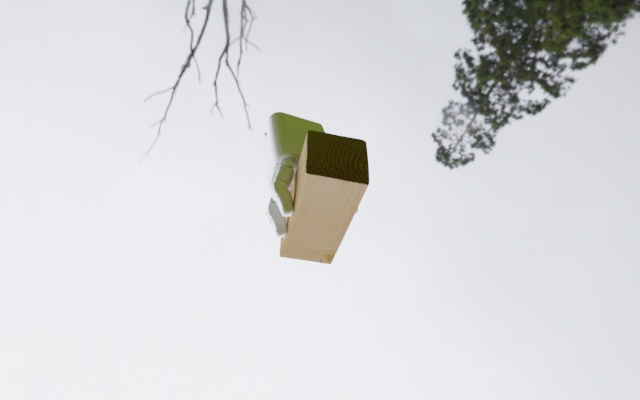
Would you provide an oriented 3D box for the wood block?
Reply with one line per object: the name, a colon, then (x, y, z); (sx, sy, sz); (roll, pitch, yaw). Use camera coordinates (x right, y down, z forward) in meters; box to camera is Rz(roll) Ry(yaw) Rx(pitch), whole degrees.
wood block: (0.000, 0.002, 0.739); (0.091, 0.090, 0.206); (9, -40, -10)
